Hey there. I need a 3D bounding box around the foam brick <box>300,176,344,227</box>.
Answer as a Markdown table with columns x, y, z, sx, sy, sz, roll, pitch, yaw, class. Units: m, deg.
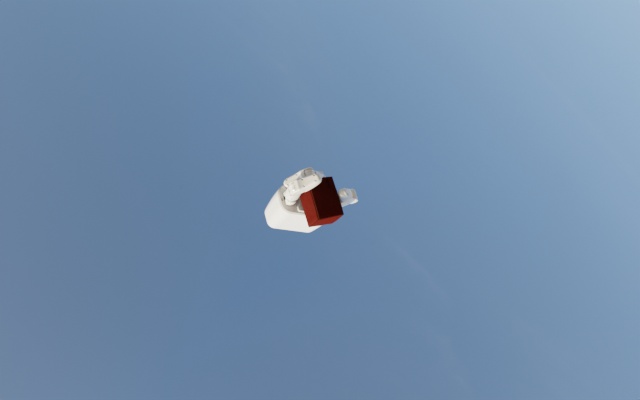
| x | y | z | sx | sy | sz | roll | pitch | yaw | class |
| --- | --- | --- | --- | --- | --- | --- | --- | --- | --- |
| 0.000 | 0.003 | 0.863 | 0.053 | 0.078 | 0.051 | -8 | -18 | -26 | foam brick |
